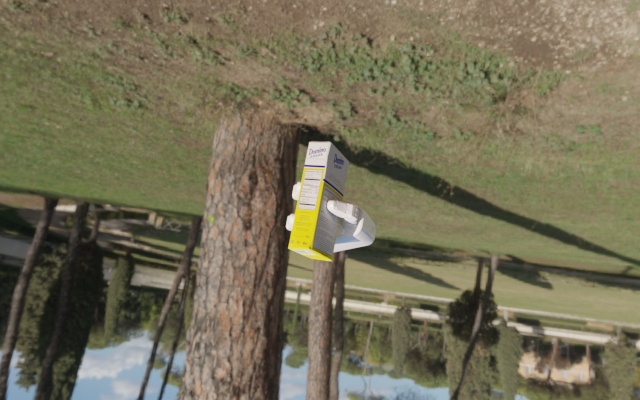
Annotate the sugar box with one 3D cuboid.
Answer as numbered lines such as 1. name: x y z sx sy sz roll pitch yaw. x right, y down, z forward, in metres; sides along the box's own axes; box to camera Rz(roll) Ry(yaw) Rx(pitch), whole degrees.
1. sugar box: 0.000 0.003 0.774 0.048 0.176 0.093 2 -16 24
